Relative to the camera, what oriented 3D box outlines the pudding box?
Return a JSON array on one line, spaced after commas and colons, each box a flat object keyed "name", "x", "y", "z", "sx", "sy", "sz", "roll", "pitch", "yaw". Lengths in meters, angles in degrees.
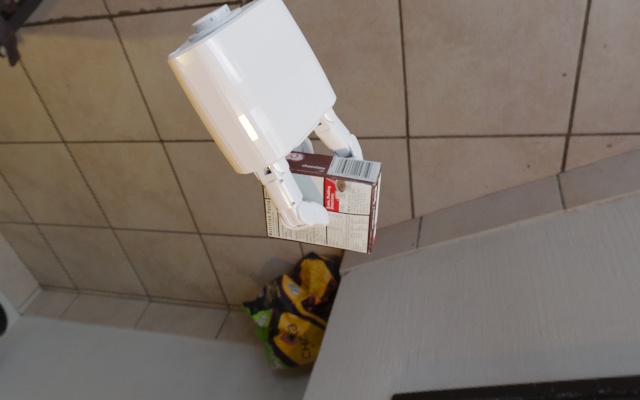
[{"name": "pudding box", "x": 0.000, "y": 0.002, "z": 0.471, "sx": 0.113, "sy": 0.090, "sz": 0.039, "roll": 10, "pitch": 39, "yaw": 13}]
